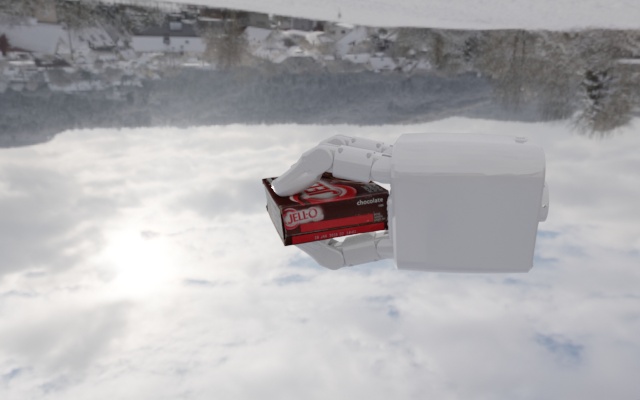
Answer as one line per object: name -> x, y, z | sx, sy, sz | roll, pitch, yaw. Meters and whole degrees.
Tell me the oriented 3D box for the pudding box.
pudding box -> 0.000, 0.002, 0.424 | 0.090, 0.039, 0.113 | -7, 13, -13
